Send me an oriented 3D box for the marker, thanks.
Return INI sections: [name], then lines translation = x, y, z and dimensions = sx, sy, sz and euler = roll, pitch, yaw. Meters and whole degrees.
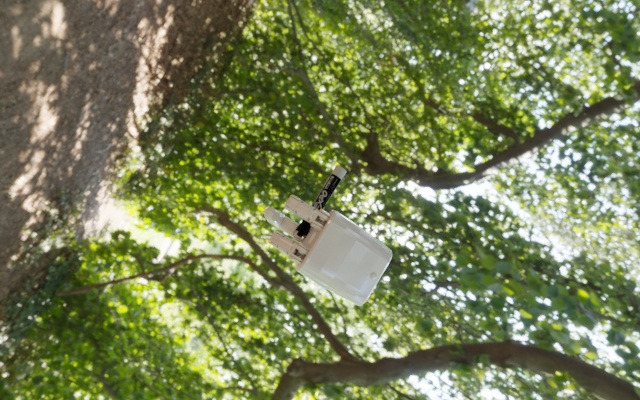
[marker]
translation = 0.000, 0.002, 0.715
dimensions = 0.020, 0.121, 0.020
euler = 32, -6, 4
